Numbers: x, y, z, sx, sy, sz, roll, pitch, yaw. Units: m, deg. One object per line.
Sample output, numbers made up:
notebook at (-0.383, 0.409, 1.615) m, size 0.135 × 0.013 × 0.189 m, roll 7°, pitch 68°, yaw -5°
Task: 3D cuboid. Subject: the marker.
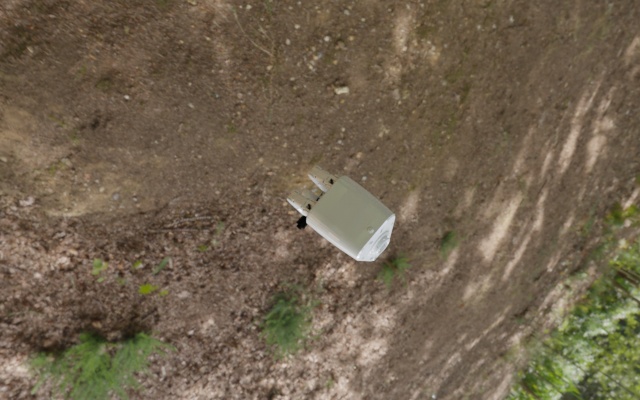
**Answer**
marker at (0.000, 0.003, 0.840) m, size 0.020 × 0.121 × 0.020 m, roll 40°, pitch -8°, yaw 7°
